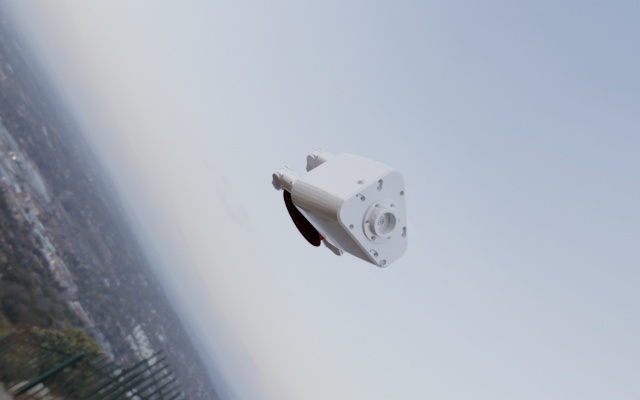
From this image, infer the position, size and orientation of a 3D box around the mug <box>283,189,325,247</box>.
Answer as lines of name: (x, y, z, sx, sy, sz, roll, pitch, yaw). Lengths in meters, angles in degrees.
mug: (0.000, 0.002, 0.680, 0.081, 0.093, 0.117, -30, 27, -19)
